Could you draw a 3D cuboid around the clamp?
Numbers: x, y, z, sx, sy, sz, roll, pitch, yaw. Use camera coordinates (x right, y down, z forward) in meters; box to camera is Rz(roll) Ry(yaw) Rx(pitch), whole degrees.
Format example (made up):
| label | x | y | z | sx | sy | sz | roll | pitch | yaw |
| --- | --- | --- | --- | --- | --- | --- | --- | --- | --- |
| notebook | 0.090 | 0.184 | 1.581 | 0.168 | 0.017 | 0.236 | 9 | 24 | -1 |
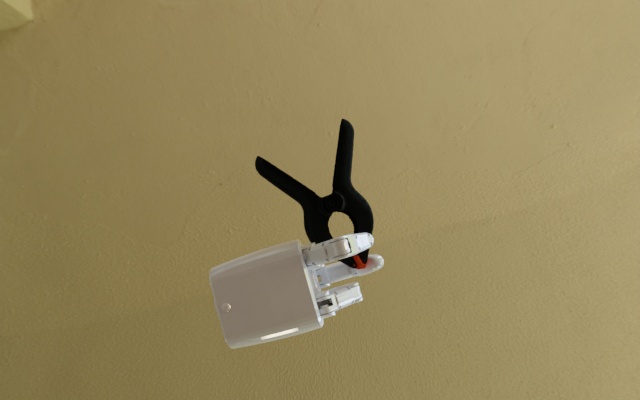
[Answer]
| label | x | y | z | sx | sy | sz | roll | pitch | yaw |
| --- | --- | --- | --- | --- | --- | --- | --- | --- | --- |
| clamp | 0.000 | 0.002 | 0.545 | 0.120 | 0.171 | 0.039 | -16 | -5 | 2 |
